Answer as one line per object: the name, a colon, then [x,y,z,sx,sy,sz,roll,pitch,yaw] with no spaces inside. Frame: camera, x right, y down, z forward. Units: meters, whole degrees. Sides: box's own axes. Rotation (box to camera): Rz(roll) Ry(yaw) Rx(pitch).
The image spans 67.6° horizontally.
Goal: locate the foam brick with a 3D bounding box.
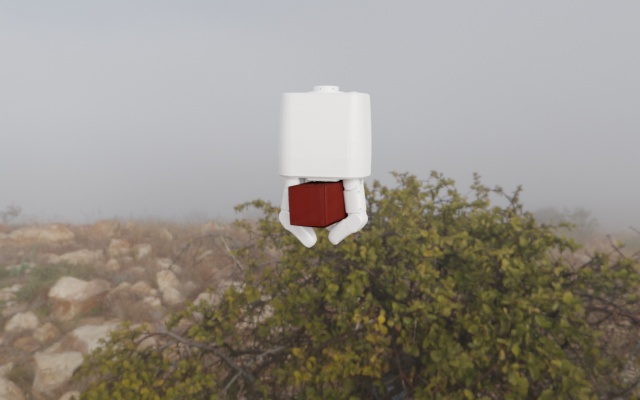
foam brick: [0.000,0.002,0.613,0.053,0.051,0.078,2,9,27]
